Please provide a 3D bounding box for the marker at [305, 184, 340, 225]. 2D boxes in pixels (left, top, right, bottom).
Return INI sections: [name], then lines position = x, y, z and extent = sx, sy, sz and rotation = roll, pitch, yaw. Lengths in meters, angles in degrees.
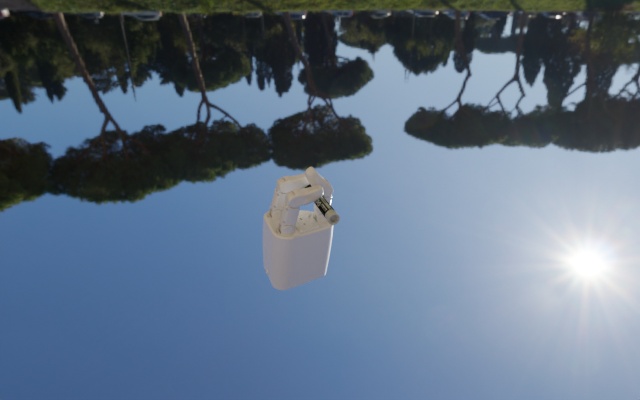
[marker]
position = 0.000, 0.002, 0.755
extent = 0.020, 0.020, 0.121
rotation = 0, 26, -22
